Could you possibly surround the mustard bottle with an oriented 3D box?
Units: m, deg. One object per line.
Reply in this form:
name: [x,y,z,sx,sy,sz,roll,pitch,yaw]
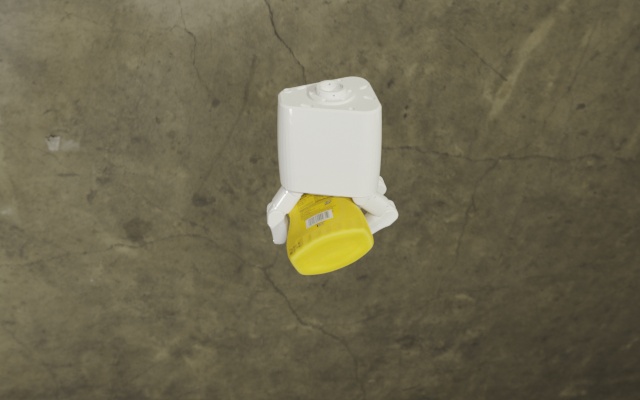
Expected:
mustard bottle: [0.000,0.002,0.602,0.096,0.058,0.191,-24,37,9]
